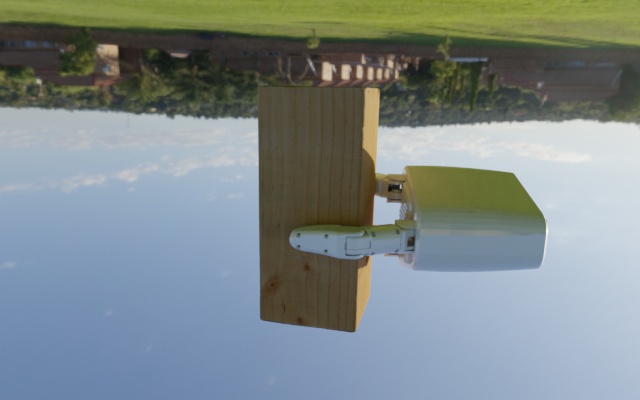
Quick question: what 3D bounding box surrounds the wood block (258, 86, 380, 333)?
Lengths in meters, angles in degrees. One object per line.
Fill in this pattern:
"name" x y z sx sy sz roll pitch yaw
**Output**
"wood block" 0.000 0.002 0.437 0.090 0.206 0.091 4 13 14
